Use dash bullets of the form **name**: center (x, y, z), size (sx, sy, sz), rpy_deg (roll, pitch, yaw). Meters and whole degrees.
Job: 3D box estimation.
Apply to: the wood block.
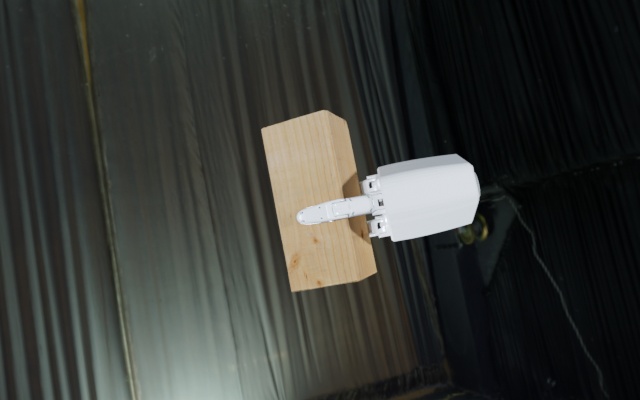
- **wood block**: center (0.000, 0.002, 0.611), size (0.090, 0.206, 0.091), rpy_deg (-13, -5, 20)
